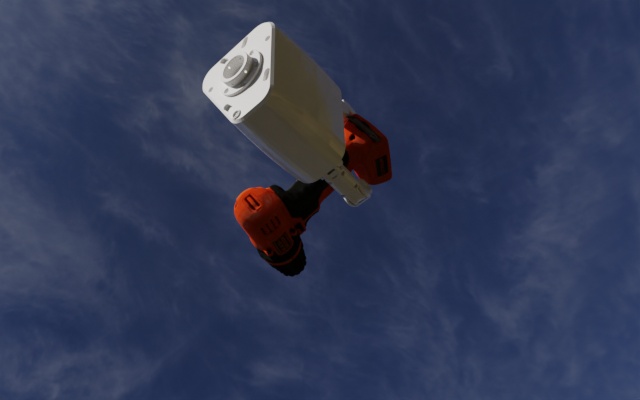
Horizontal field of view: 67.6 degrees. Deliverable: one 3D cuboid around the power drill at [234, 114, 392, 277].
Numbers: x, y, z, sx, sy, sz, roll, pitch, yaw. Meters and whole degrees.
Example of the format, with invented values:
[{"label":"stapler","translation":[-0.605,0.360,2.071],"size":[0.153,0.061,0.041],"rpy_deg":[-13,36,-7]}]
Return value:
[{"label":"power drill","translation":[0.000,0.001,0.560],"size":[0.057,0.187,0.184],"rpy_deg":[43,-12,26]}]
